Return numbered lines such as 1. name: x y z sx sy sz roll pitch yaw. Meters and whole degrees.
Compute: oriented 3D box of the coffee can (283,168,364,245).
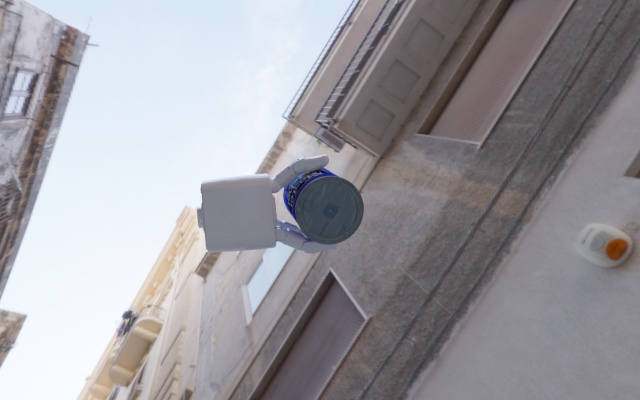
1. coffee can: 0.000 0.002 0.763 0.103 0.103 0.140 0 11 -12
